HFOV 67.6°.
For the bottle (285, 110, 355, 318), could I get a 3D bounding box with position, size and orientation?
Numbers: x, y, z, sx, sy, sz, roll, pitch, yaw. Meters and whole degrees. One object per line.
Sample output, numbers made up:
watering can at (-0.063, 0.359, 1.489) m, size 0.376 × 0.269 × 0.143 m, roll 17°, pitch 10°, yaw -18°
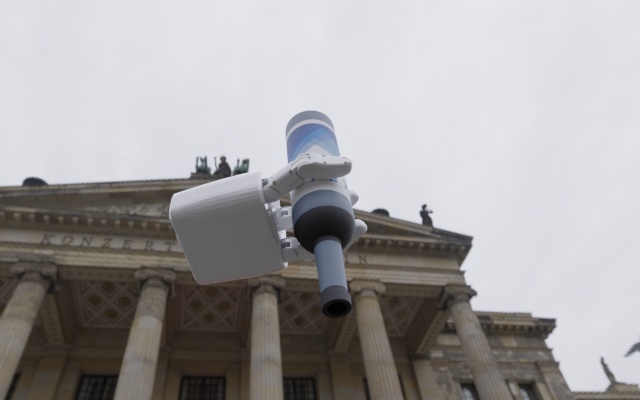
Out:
bottle at (0.000, 0.002, 0.536) m, size 0.069 × 0.069 × 0.295 m, roll 0°, pitch 40°, yaw -7°
